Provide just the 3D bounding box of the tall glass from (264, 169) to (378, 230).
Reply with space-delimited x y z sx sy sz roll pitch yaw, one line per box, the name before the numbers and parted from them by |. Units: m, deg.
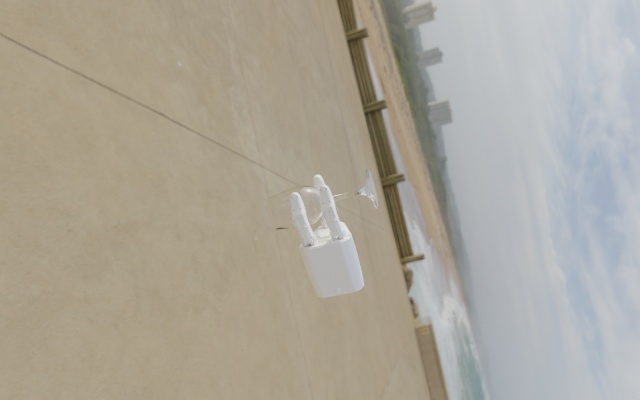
tall glass | 0.001 0.003 0.881 0.201 0.079 0.079 -14 -3 13
